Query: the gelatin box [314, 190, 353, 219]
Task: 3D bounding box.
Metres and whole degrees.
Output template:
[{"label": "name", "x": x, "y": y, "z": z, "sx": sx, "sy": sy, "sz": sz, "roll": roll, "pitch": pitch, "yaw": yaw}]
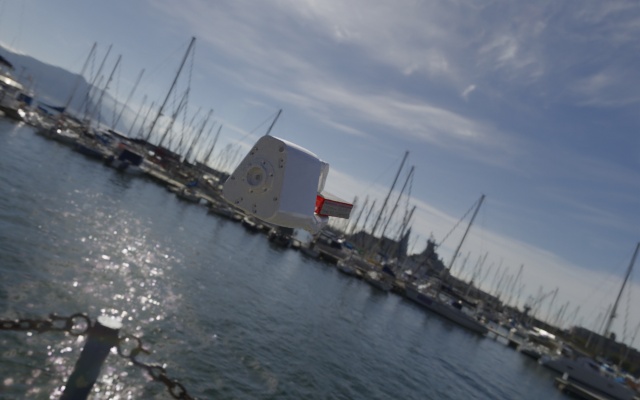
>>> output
[{"label": "gelatin box", "x": 0.000, "y": 0.002, "z": 0.796, "sx": 0.073, "sy": 0.030, "sz": 0.089, "roll": 26, "pitch": 9, "yaw": 36}]
